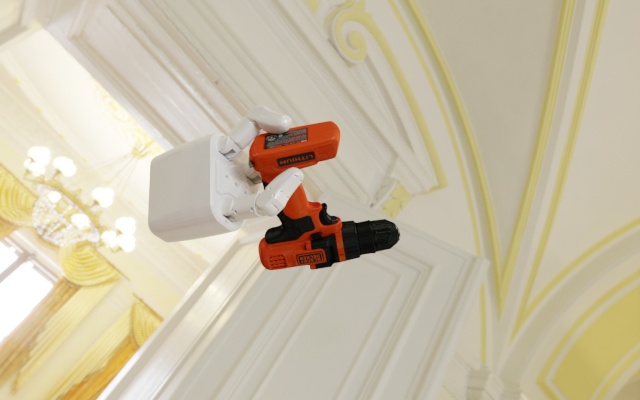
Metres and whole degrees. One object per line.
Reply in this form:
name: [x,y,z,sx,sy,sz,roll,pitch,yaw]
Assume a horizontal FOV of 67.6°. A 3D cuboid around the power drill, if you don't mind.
power drill: [0.000,0.002,0.581,0.184,0.188,0.057,-11,33,1]
